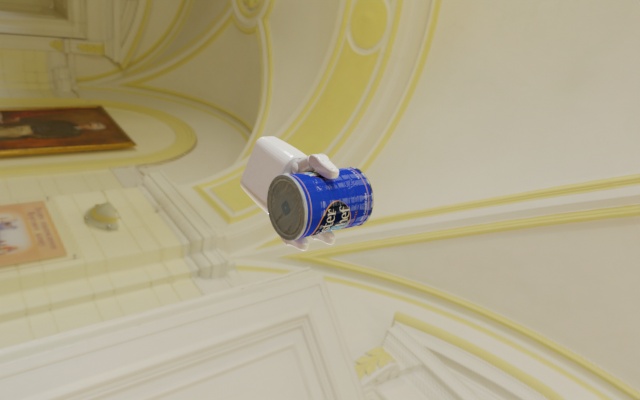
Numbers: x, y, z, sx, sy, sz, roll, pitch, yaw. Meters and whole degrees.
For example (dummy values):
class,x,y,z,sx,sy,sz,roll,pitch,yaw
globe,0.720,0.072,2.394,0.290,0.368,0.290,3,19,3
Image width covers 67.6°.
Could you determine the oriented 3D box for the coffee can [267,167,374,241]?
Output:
class,x,y,z,sx,sy,sz,roll,pitch,yaw
coffee can,0.000,0.003,0.769,0.140,0.103,0.103,-9,6,-37
